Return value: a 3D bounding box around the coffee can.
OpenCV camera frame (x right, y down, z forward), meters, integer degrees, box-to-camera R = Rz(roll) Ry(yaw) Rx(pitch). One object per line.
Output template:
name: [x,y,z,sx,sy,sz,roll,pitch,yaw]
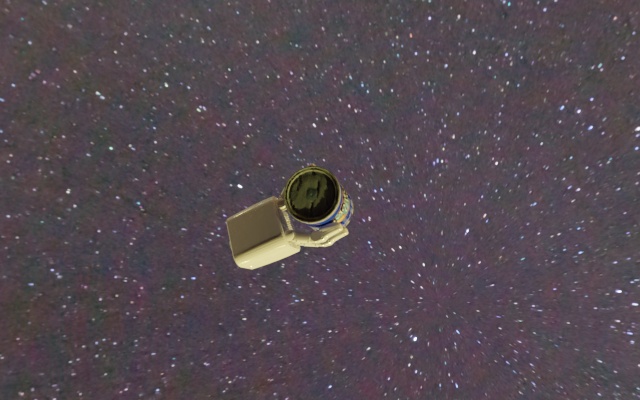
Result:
coffee can: [0.000,0.003,0.897,0.103,0.102,0.140,0,-12,14]
